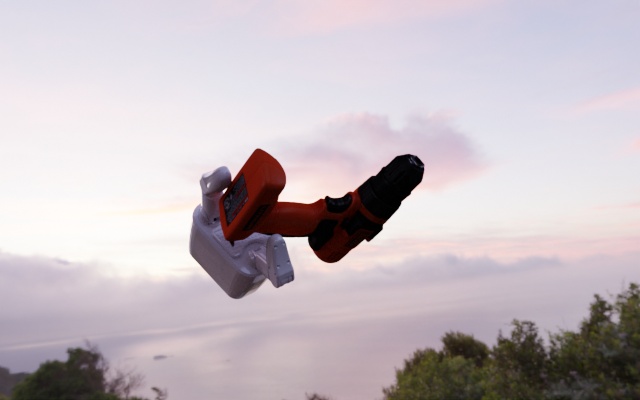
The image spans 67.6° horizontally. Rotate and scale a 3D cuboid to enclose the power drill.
[{"bbox_3d":[0.000,0.002,0.521,0.188,0.057,0.184,13,-47,-35],"label":"power drill"}]
